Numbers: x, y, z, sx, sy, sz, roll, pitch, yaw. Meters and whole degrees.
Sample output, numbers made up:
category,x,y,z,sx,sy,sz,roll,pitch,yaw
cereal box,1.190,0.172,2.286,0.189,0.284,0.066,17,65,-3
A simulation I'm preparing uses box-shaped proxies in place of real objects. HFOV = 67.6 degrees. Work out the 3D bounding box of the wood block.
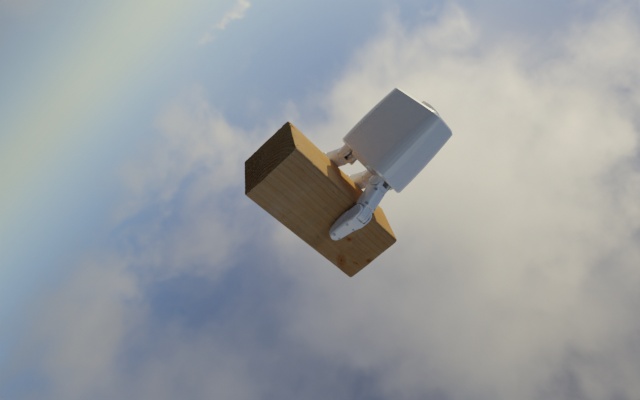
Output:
category,x,y,z,sx,sy,sz,roll,pitch,yaw
wood block,0.001,0.002,0.661,0.206,0.090,0.090,41,17,-28
